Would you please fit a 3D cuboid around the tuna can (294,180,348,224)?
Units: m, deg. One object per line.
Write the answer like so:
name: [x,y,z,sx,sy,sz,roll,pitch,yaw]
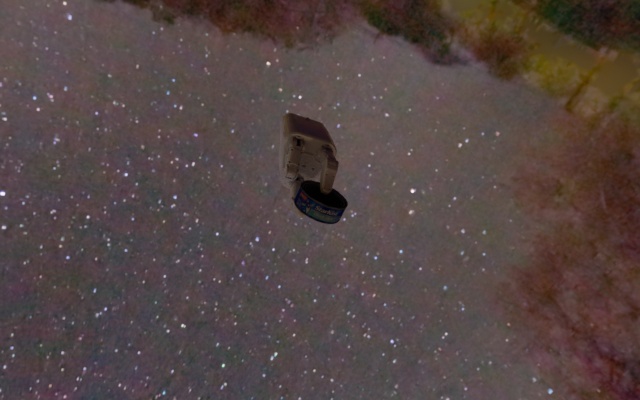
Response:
tuna can: [0.000,0.003,0.795,0.086,0.034,0.086,22,22,-10]
